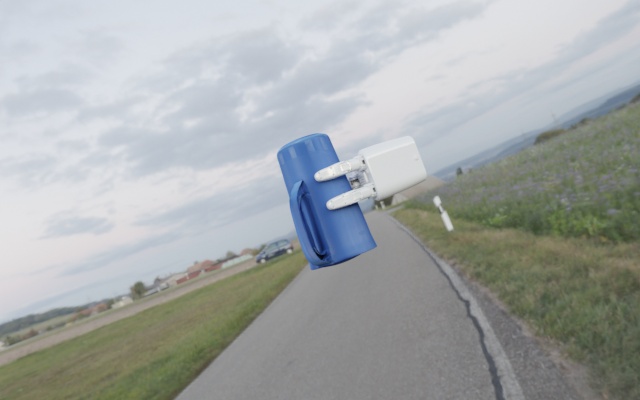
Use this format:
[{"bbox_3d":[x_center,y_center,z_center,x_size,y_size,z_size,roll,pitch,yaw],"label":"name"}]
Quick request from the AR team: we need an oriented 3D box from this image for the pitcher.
[{"bbox_3d":[0.000,0.003,0.898,0.145,0.243,0.149,-20,-3,-12],"label":"pitcher"}]
